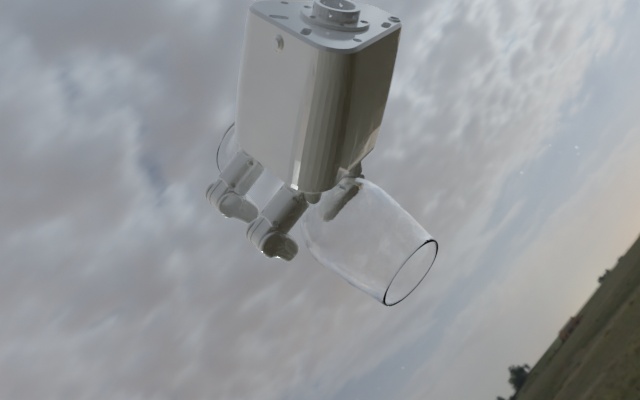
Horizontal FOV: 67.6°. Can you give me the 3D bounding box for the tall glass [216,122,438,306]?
[{"bbox_3d":[0.000,0.001,0.402,0.201,0.079,0.079,38,22,30],"label":"tall glass"}]
